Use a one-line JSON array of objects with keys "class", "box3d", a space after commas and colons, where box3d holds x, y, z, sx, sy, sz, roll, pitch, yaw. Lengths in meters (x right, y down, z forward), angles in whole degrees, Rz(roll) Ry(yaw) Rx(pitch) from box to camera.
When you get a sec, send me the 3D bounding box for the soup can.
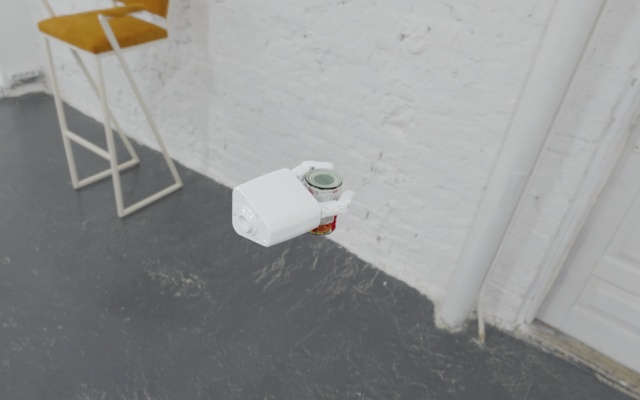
[{"class": "soup can", "box3d": [0.001, 0.002, 0.856, 0.068, 0.102, 0.068, 5, 33, -3]}]
